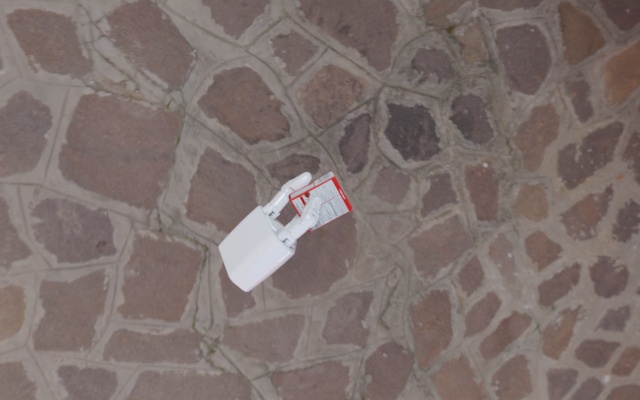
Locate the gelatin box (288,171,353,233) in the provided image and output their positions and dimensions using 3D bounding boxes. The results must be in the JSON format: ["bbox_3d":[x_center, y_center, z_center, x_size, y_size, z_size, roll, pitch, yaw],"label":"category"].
[{"bbox_3d":[0.000,0.003,0.826,0.089,0.073,0.030,-28,24,4],"label":"gelatin box"}]
